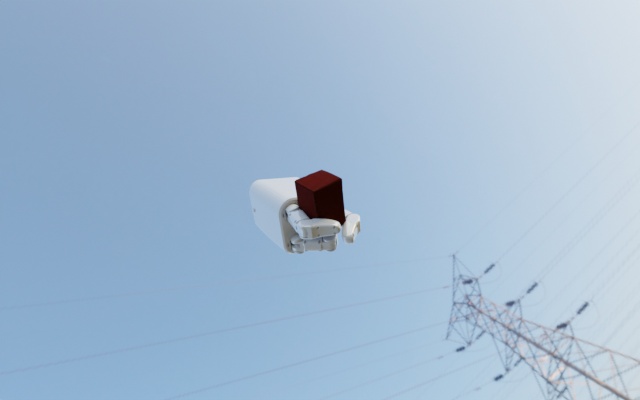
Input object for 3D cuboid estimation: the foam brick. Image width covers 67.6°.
[{"bbox_3d":[0.000,0.002,0.706,0.053,0.078,0.051,-24,34,-27],"label":"foam brick"}]
